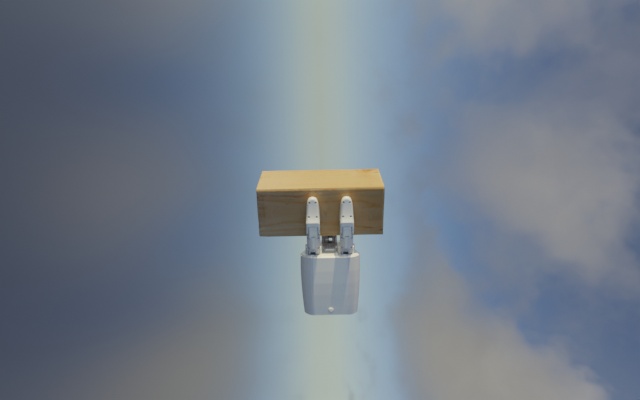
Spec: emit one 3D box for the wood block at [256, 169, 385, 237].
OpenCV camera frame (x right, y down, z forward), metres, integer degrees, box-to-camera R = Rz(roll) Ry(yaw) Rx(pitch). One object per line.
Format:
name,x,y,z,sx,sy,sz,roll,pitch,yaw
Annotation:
wood block,0.000,0.003,0.819,0.206,0.090,0.090,-1,23,0
